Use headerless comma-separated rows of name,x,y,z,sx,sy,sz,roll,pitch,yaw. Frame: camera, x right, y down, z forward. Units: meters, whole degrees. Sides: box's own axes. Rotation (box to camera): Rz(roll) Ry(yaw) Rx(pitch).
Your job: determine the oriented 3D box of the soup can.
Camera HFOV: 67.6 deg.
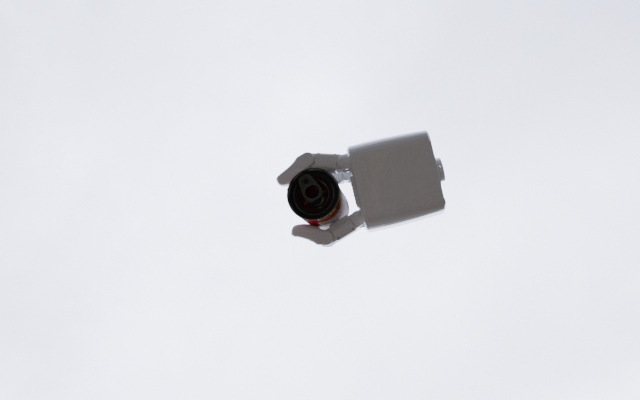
soup can,0.000,0.002,0.645,0.068,0.068,0.102,0,-13,11
